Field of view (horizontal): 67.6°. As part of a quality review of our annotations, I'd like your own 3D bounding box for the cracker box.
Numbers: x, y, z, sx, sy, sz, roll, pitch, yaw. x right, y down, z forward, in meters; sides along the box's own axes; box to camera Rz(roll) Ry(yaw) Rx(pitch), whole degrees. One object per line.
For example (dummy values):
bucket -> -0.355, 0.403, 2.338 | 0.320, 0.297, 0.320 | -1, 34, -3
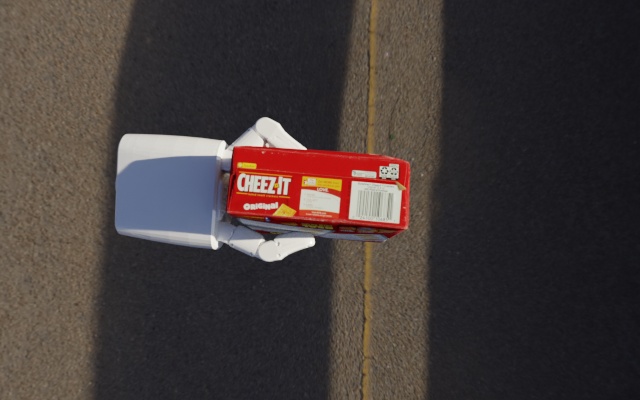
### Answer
cracker box -> 0.000, 0.002, 0.527 | 0.164, 0.072, 0.214 | 5, -8, 2
